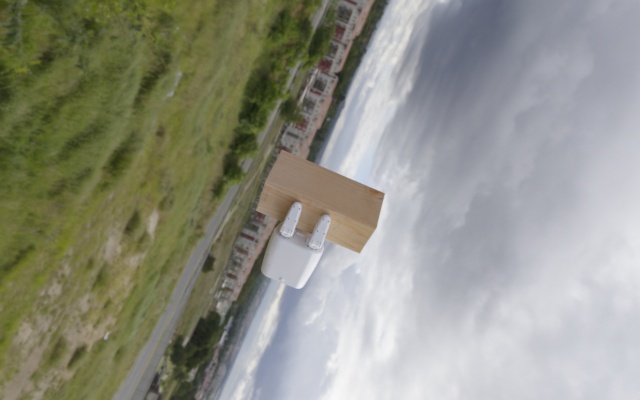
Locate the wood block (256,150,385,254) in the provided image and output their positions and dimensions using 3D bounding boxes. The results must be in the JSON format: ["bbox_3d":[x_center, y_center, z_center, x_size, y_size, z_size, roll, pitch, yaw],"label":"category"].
[{"bbox_3d":[0.000,0.003,0.871,0.206,0.090,0.090,23,-43,-2],"label":"wood block"}]
